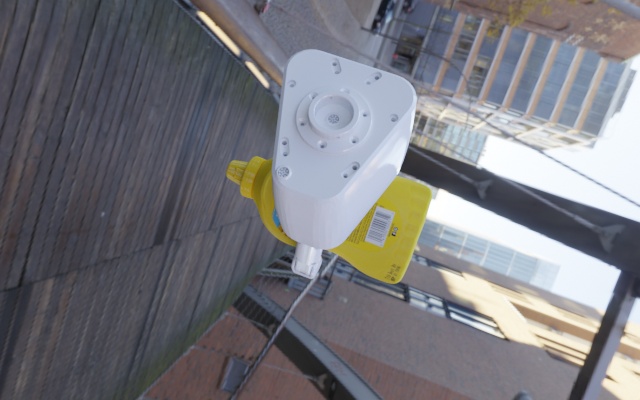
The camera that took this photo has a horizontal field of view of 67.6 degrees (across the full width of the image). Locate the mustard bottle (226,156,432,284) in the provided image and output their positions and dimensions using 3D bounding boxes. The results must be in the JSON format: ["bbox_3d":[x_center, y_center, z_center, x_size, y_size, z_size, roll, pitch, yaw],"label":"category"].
[{"bbox_3d":[0.000,0.002,0.454,0.191,0.096,0.058,20,7,8],"label":"mustard bottle"}]
